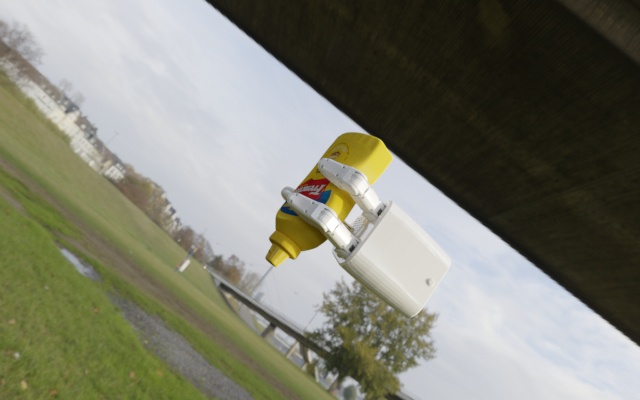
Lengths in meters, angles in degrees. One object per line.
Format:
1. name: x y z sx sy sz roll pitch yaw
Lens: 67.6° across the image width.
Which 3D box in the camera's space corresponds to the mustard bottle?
1. mustard bottle: 0.000 0.001 0.582 0.096 0.191 0.058 15 -28 54
